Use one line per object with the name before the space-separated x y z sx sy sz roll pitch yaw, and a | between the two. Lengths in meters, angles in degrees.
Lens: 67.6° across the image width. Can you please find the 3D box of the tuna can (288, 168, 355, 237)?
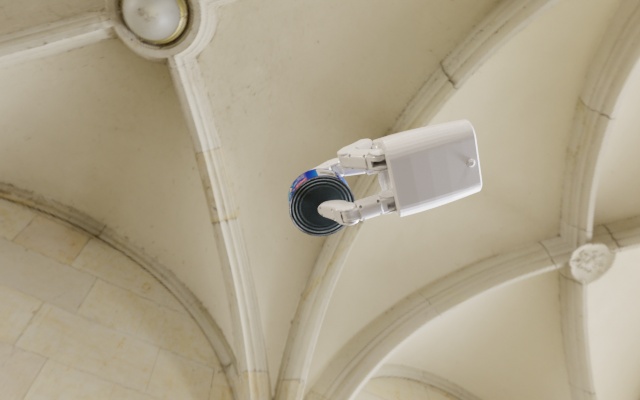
tuna can | 0.000 0.002 0.625 0.086 0.086 0.033 0 25 -10
